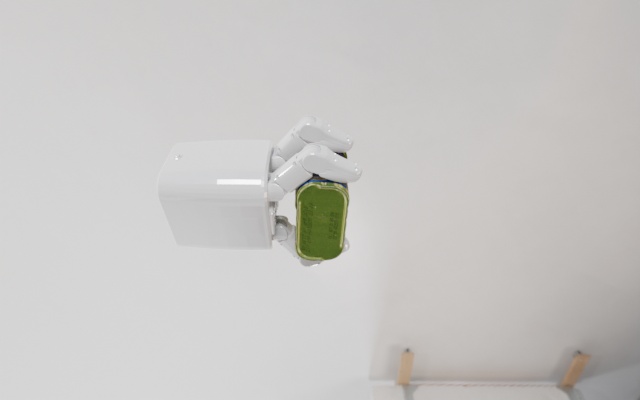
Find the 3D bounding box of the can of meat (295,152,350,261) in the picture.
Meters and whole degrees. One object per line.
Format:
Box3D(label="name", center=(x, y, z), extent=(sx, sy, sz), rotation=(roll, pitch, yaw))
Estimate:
Box3D(label="can of meat", center=(0.000, 0.002, 0.511), extent=(0.057, 0.102, 0.084), rotation=(2, 34, -2))
